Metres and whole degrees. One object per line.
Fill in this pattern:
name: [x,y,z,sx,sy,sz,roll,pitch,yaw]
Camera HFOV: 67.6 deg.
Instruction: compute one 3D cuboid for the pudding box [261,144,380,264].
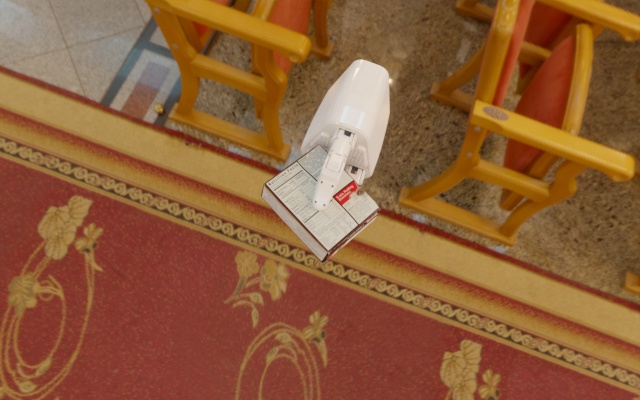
pudding box: [0.000,0.002,0.557,0.090,0.113,0.039,-38,-14,-23]
